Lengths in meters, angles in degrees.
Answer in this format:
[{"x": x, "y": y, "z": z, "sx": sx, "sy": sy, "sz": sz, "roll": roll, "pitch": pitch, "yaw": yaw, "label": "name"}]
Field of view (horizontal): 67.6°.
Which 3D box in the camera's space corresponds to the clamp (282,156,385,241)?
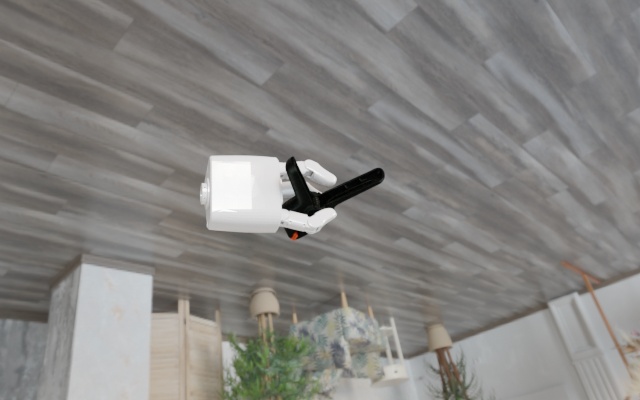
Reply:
[{"x": 0.000, "y": 0.004, "z": 0.782, "sx": 0.164, "sy": 0.036, "sz": 0.210, "roll": 2, "pitch": -34, "yaw": -20, "label": "clamp"}]
